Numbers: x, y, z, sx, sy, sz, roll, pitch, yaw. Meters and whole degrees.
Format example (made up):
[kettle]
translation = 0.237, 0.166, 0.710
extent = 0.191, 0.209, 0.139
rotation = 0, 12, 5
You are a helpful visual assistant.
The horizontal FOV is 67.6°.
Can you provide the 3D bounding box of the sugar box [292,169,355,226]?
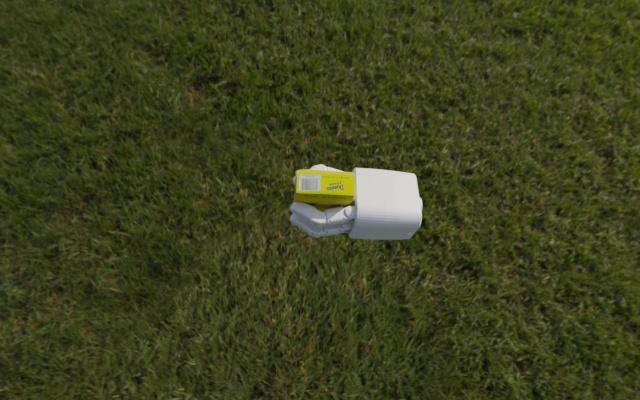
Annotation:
[sugar box]
translation = 0.000, 0.003, 0.805
extent = 0.093, 0.048, 0.176
rotation = 3, -22, -3
